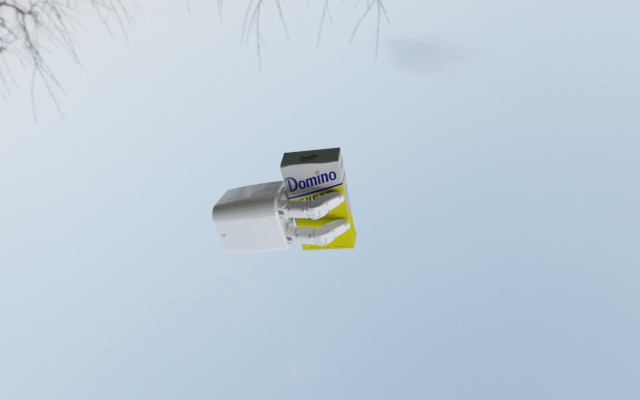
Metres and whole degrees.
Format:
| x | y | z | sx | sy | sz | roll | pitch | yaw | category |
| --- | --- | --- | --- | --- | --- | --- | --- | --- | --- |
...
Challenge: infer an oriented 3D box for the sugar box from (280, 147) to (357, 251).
| x | y | z | sx | sy | sz | roll | pitch | yaw | category |
| --- | --- | --- | --- | --- | --- | --- | --- | --- | --- |
| 0.000 | 0.003 | 0.767 | 0.093 | 0.176 | 0.048 | -5 | 39 | 12 | sugar box |
